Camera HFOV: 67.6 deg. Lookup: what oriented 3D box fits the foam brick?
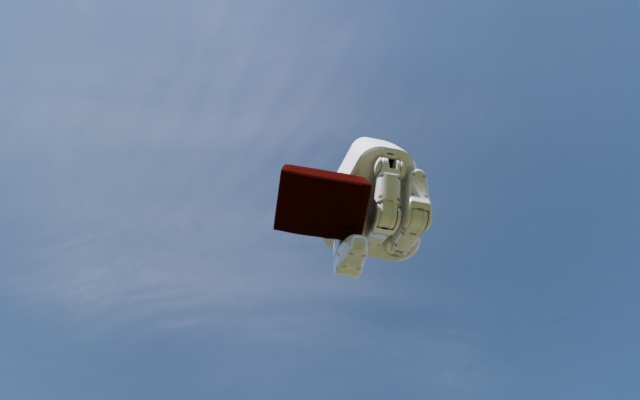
[{"bbox_3d":[0.000,0.001,0.421,0.078,0.053,0.051,10,11,-5],"label":"foam brick"}]
